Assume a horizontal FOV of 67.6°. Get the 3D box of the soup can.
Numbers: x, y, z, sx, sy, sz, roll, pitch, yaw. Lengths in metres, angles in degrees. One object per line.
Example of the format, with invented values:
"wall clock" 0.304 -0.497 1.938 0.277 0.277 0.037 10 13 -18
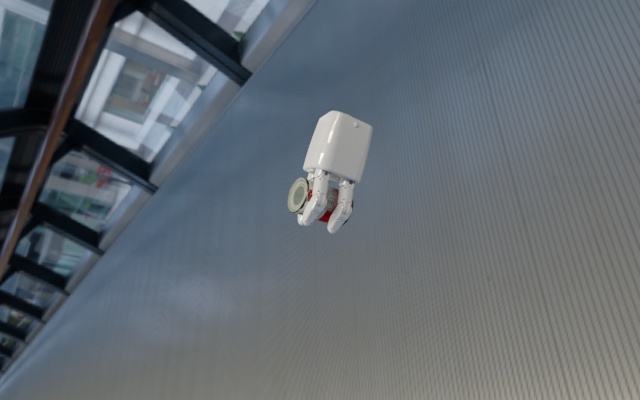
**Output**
"soup can" 0.000 0.003 0.875 0.102 0.068 0.068 18 -10 -31
